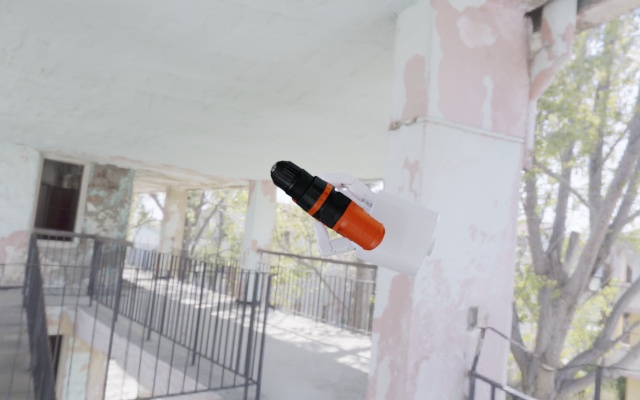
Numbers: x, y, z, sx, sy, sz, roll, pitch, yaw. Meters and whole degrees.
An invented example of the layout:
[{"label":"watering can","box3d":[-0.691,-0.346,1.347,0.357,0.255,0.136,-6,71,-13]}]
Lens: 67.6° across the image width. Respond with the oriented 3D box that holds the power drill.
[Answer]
[{"label":"power drill","box3d":[0.000,0.002,0.729,0.184,0.057,0.187,37,0,-8]}]
